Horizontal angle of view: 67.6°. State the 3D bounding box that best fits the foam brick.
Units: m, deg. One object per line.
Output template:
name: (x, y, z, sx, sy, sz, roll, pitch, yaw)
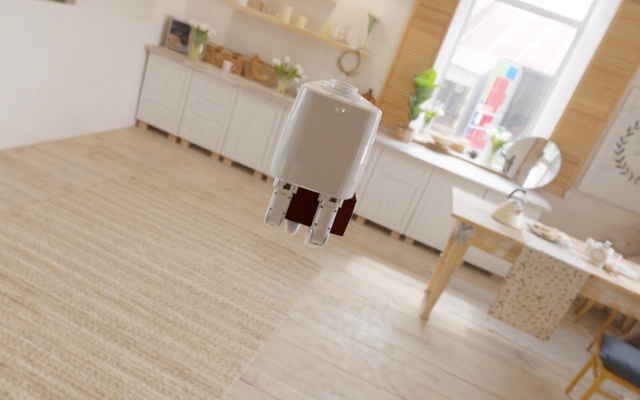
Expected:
foam brick: (0.000, 0.002, 0.590, 0.078, 0.051, 0.053, 18, 22, -8)
